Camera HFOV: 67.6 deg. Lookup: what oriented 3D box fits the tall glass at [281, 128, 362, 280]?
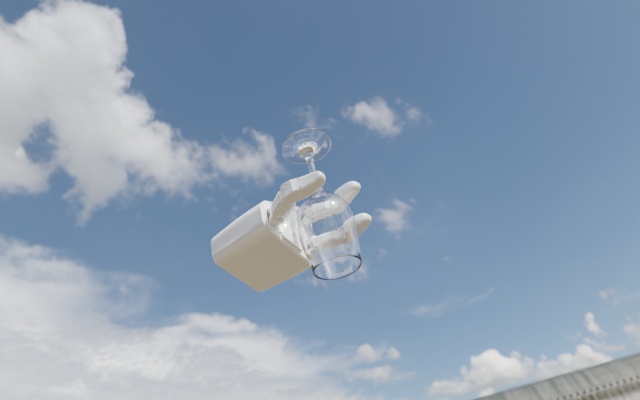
[{"bbox_3d":[0.000,0.001,0.632,0.079,0.201,0.079,-10,-34,-7],"label":"tall glass"}]
